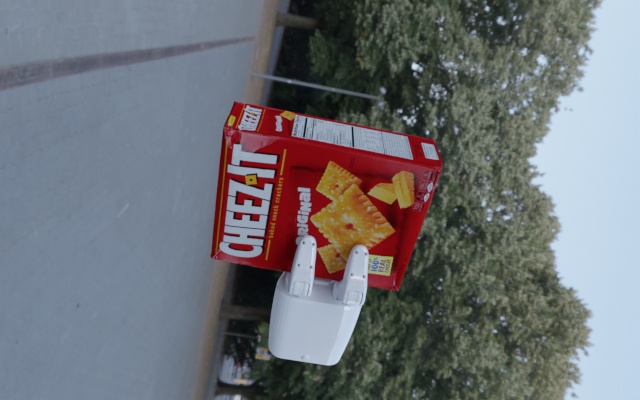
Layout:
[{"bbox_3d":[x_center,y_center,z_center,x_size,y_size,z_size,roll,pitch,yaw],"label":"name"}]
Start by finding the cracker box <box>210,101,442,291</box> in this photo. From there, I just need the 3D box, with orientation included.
[{"bbox_3d":[0.000,0.002,0.506,0.214,0.164,0.072,10,32,-5],"label":"cracker box"}]
